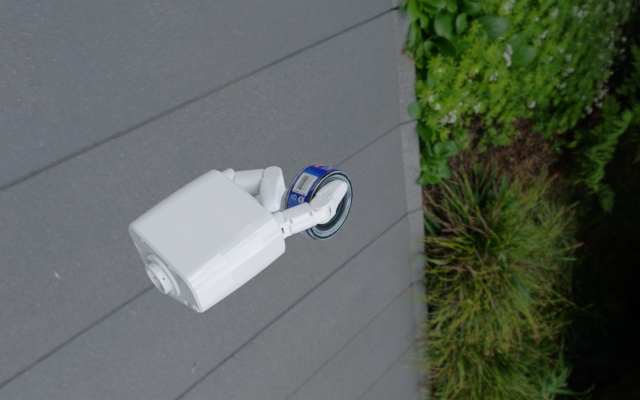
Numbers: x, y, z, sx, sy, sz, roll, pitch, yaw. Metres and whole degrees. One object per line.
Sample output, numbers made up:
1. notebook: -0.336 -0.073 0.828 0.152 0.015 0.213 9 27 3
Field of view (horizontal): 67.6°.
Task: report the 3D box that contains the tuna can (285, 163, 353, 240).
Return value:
1. tuna can: 0.001 0.002 0.554 0.033 0.086 0.086 20 12 37
